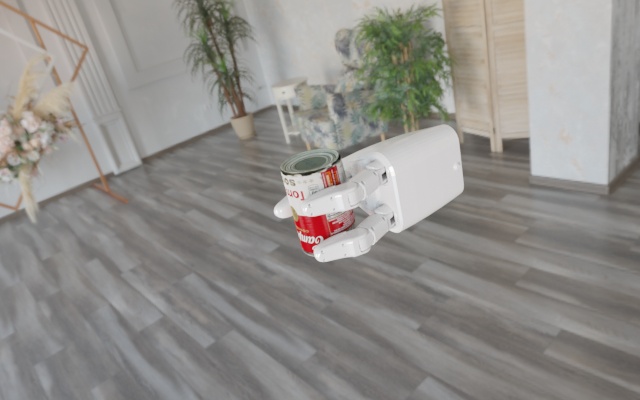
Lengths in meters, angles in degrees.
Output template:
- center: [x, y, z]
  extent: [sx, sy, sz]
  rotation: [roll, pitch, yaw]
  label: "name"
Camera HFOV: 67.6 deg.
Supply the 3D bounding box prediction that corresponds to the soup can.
- center: [0.000, 0.002, 0.528]
  extent: [0.068, 0.102, 0.068]
  rotation: [-12, 25, 5]
  label: "soup can"
